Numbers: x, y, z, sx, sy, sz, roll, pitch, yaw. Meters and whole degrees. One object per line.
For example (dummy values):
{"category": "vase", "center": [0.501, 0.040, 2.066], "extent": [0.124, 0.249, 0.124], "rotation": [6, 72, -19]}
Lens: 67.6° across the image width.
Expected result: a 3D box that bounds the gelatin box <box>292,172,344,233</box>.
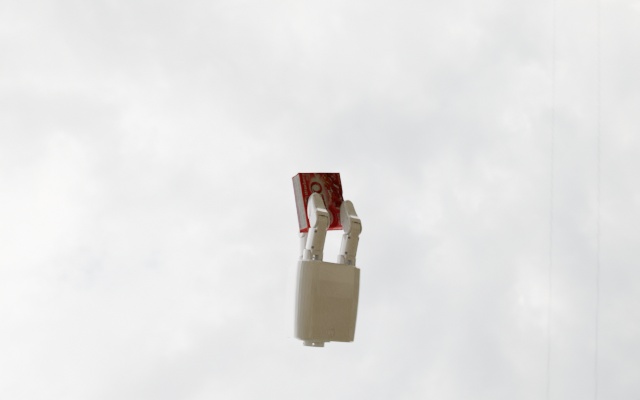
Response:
{"category": "gelatin box", "center": [0.000, 0.002, 0.720], "extent": [0.073, 0.089, 0.030], "rotation": [-2, -14, -31]}
